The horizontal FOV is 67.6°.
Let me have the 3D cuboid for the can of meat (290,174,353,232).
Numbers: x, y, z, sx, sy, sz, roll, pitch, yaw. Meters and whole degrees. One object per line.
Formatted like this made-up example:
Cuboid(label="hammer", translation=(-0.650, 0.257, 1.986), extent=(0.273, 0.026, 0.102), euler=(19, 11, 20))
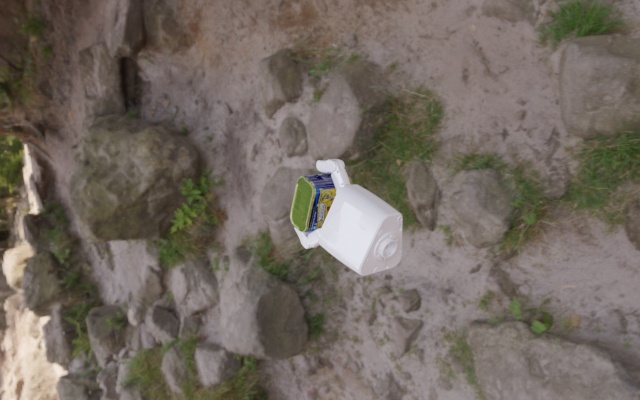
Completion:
Cuboid(label="can of meat", translation=(0.000, 0.003, 0.830), extent=(0.084, 0.102, 0.057), euler=(-8, 32, -37))
